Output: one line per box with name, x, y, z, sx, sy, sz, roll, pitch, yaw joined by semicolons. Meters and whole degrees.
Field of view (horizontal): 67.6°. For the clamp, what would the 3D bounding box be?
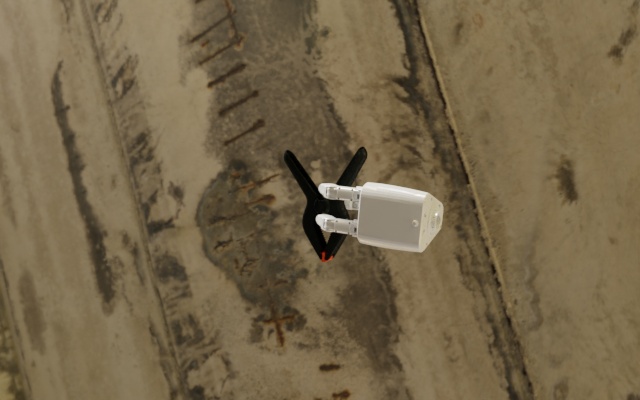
clamp;0.001;0.003;0.857;0.164;0.210;0.036;9;10;30
